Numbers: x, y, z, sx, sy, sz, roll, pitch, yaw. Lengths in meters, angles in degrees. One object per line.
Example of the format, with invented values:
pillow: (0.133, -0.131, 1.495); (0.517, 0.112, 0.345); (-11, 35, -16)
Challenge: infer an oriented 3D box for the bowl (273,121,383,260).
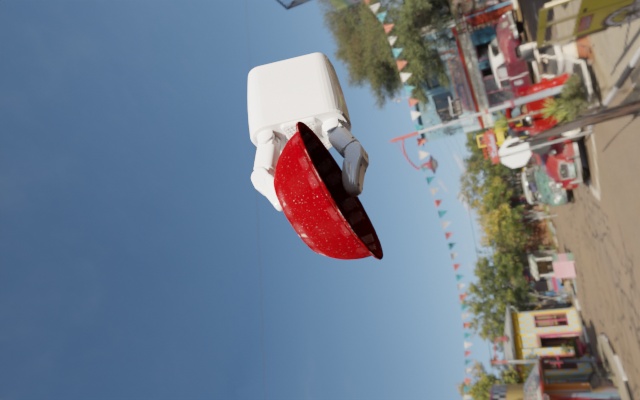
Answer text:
bowl: (0.000, 0.003, 0.487); (0.055, 0.162, 0.162); (-32, -6, 10)
